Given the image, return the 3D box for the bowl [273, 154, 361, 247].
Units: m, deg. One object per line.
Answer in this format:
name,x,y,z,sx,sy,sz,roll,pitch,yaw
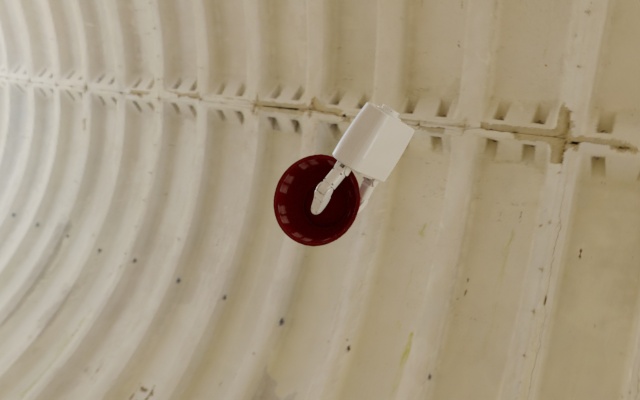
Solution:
bowl,-0.001,0.004,0.848,0.162,0.162,0.055,0,-10,21
